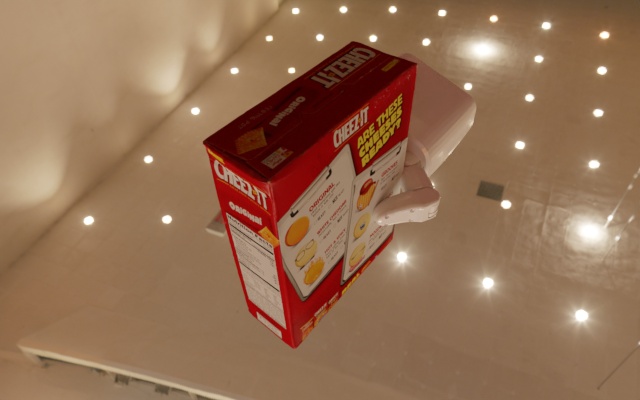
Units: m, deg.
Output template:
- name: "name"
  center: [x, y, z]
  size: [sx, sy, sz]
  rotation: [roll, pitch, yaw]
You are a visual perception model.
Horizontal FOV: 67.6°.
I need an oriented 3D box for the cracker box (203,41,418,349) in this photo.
- name: "cracker box"
  center: [0.000, 0.002, 0.406]
  size: [0.072, 0.214, 0.164]
  rotation: [30, 55, 27]
